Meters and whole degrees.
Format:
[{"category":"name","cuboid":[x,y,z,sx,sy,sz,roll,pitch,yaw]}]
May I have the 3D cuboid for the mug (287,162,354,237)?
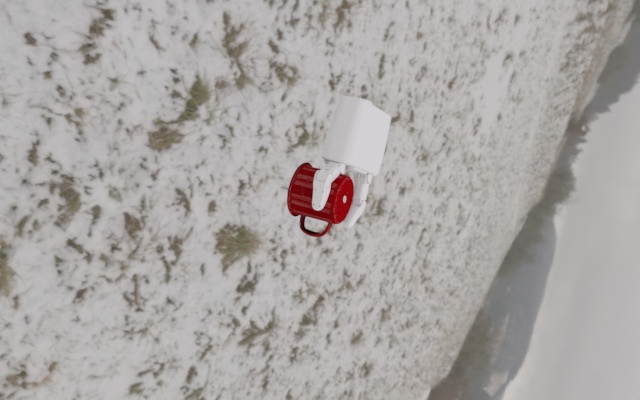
[{"category":"mug","cuboid":[0.000,0.004,0.782,0.081,0.117,0.093,15,1,23]}]
